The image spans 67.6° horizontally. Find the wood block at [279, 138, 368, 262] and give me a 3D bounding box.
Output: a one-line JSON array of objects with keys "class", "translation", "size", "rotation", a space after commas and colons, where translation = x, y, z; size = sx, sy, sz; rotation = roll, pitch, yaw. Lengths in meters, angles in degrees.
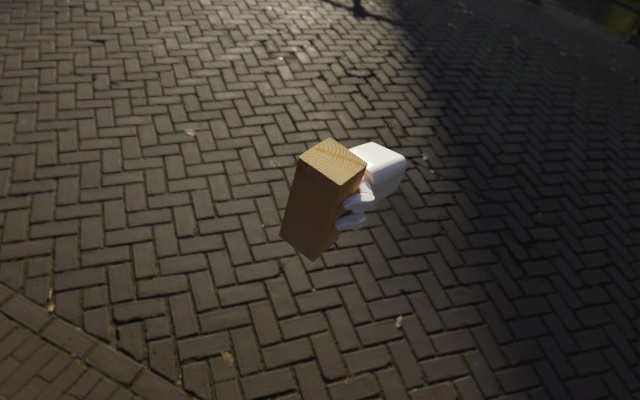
[{"class": "wood block", "translation": [0.000, 0.002, 0.872], "size": [0.091, 0.206, 0.090], "rotation": [36, 47, 18]}]
